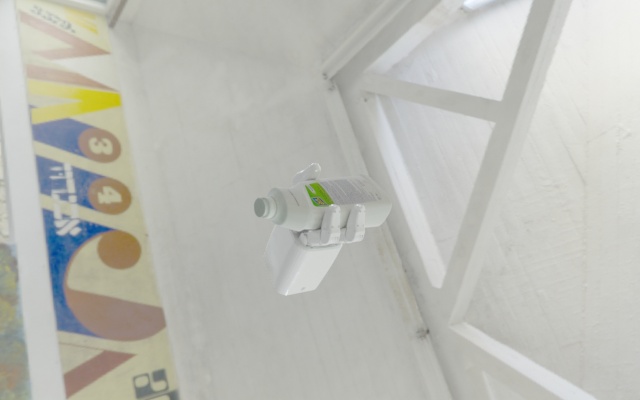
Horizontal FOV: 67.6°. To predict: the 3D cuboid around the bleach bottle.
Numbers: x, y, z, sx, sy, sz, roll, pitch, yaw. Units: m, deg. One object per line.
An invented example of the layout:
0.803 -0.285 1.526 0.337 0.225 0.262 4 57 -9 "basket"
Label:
0.000 0.003 0.771 0.251 0.068 0.102 -2 39 -43 "bleach bottle"
